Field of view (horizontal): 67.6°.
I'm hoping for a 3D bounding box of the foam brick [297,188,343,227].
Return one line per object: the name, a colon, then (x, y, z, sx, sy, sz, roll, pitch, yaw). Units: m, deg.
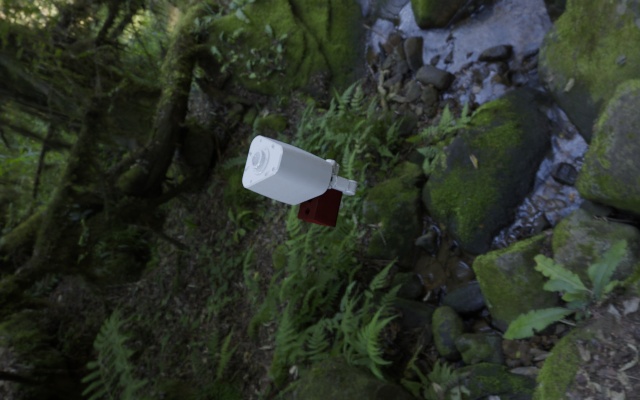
foam brick: (0.000, 0.003, 0.845, 0.051, 0.078, 0.053, 18, -10, -38)
